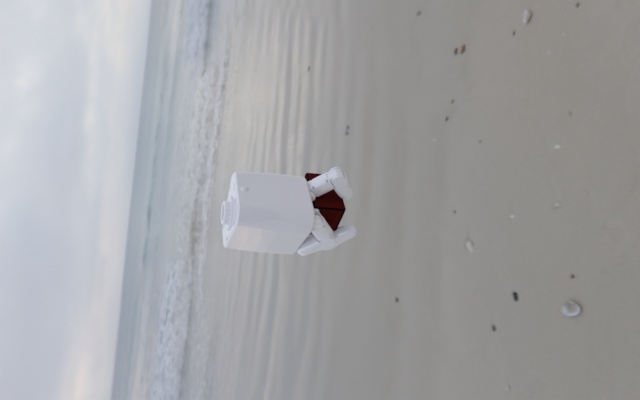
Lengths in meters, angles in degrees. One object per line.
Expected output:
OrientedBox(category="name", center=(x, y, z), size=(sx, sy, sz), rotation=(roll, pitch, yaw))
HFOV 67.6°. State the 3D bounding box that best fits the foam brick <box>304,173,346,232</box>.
OrientedBox(category="foam brick", center=(0.000, 0.002, 0.739), size=(0.051, 0.053, 0.078), rotation=(5, 43, -20))
